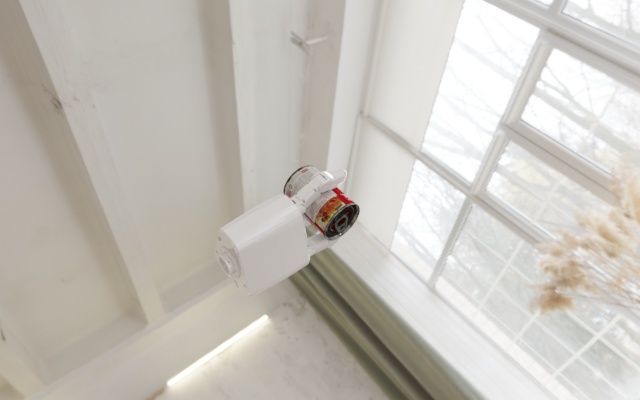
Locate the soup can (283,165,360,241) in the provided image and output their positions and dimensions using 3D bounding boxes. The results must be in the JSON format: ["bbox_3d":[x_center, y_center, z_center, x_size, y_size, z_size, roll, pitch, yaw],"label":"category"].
[{"bbox_3d":[0.000,0.002,0.718,0.102,0.068,0.068,43,24,29],"label":"soup can"}]
